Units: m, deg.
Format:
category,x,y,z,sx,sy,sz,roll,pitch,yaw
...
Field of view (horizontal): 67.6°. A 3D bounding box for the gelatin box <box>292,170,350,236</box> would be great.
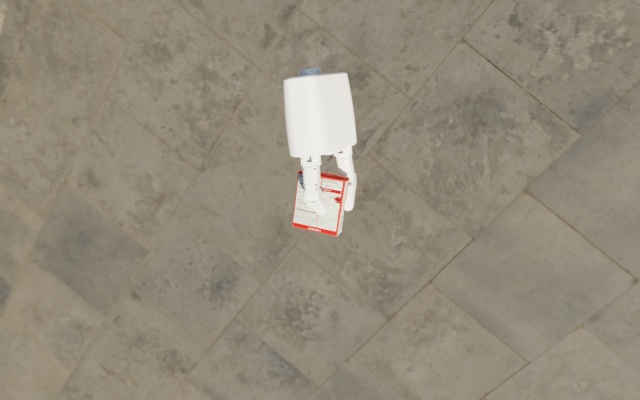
category,x,y,z,sx,sy,sz,roll,pitch,yaw
gelatin box,0.000,0.003,0.719,0.073,0.089,0.030,11,14,15
